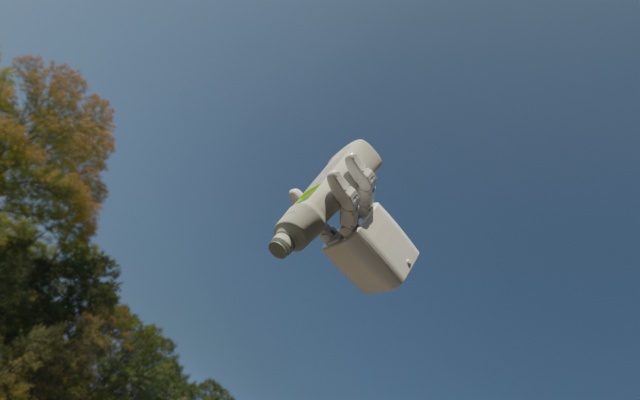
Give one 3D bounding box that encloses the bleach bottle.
[{"bbox_3d":[0.000,0.002,0.712,0.103,0.068,0.250,-38,7,46],"label":"bleach bottle"}]
